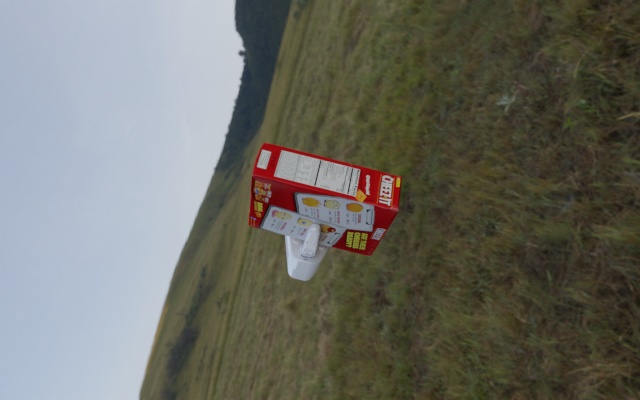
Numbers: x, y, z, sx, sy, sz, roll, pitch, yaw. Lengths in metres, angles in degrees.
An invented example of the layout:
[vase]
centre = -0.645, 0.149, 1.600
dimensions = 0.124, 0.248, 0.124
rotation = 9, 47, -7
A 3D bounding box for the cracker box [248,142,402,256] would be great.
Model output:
[cracker box]
centre = 0.000, 0.003, 0.745
dimensions = 0.214, 0.072, 0.164
rotation = 13, -31, -3
